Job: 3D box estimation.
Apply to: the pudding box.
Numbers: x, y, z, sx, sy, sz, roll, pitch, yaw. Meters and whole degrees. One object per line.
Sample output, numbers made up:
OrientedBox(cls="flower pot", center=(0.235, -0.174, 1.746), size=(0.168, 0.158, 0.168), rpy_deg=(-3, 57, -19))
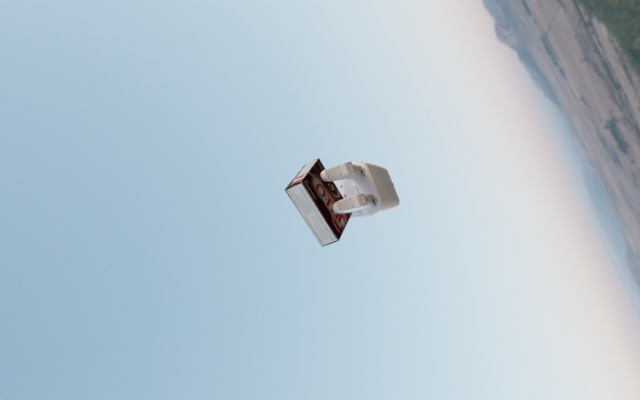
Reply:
OrientedBox(cls="pudding box", center=(0.000, 0.002, 0.749), size=(0.039, 0.113, 0.090), rpy_deg=(-26, 17, 27))
